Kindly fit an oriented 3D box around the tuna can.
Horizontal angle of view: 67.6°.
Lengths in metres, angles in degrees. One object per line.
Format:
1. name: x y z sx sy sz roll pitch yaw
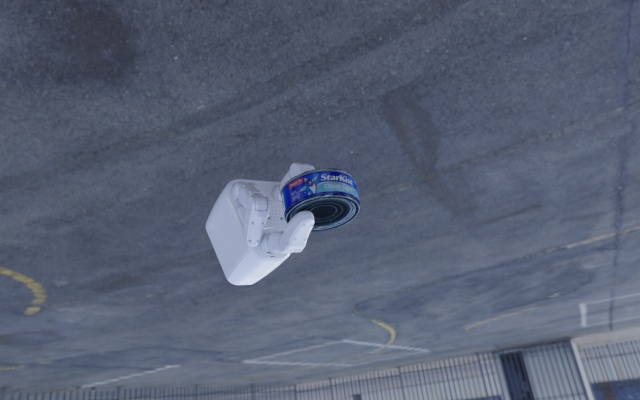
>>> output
1. tuna can: 0.000 0.002 0.529 0.086 0.033 0.086 -8 -29 -4
